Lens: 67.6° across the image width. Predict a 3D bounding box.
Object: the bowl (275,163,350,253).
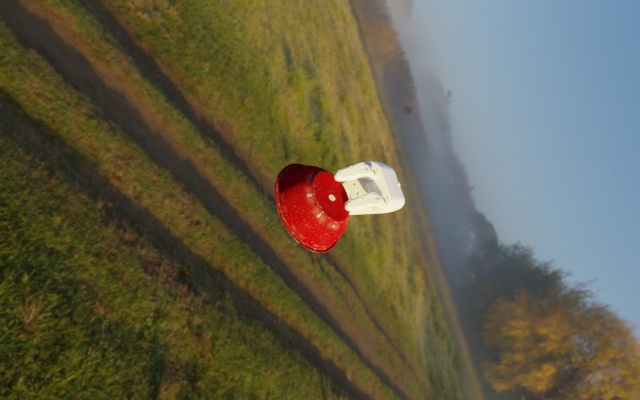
[{"bbox_3d":[0.000,0.003,0.798,0.055,0.162,0.162,-25,-16,36],"label":"bowl"}]
